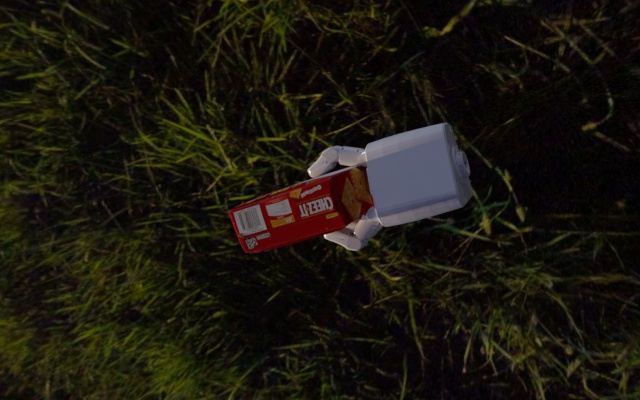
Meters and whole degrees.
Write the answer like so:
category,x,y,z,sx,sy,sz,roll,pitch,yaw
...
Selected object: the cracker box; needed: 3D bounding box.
category,x,y,z,sx,sy,sz,roll,pitch,yaw
cracker box,0.000,0.002,0.691,0.164,0.072,0.213,-17,3,28
